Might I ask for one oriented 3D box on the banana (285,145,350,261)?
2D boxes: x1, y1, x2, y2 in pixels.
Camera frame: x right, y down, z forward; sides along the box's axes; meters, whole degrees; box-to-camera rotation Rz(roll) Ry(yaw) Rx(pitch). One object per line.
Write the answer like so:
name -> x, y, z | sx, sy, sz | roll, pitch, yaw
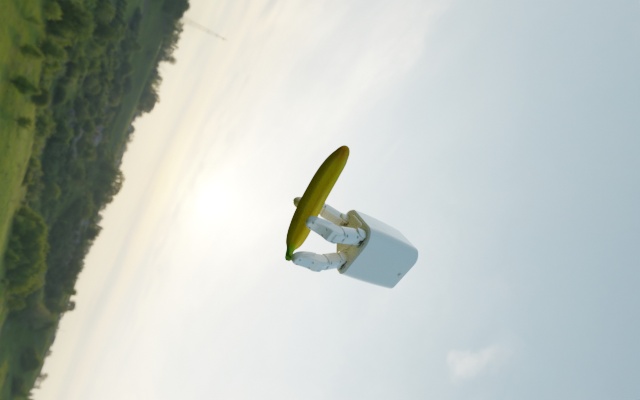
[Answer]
banana -> -0.007, 0.001, 0.755 | 0.037, 0.198, 0.069 | 24, 5, -22
